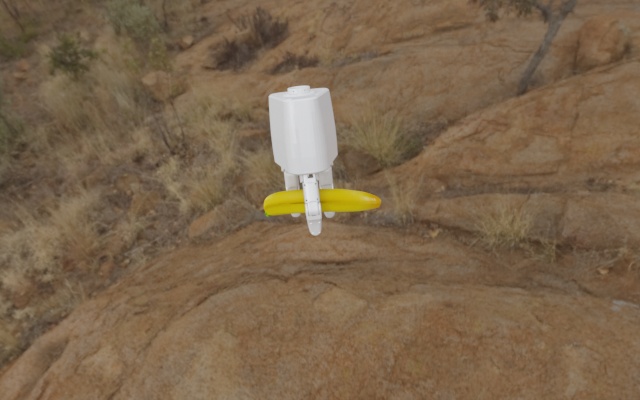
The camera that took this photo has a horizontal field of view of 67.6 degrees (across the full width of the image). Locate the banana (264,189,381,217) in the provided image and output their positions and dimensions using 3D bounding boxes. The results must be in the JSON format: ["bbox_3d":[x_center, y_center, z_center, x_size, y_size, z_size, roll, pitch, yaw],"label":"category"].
[{"bbox_3d":[-0.010,0.002,0.733,0.198,0.037,0.069,-4,-5,20],"label":"banana"}]
